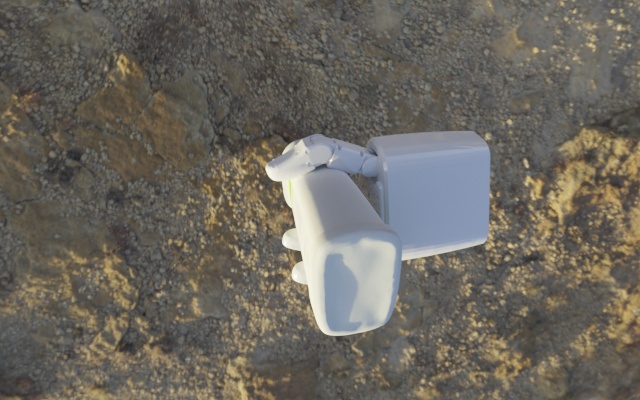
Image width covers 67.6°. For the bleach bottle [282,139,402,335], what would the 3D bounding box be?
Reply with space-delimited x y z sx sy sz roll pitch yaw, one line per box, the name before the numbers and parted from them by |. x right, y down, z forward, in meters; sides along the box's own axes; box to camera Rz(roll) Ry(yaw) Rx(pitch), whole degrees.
bleach bottle | 0.000 0.002 0.450 0.068 0.103 0.250 -7 33 -11
